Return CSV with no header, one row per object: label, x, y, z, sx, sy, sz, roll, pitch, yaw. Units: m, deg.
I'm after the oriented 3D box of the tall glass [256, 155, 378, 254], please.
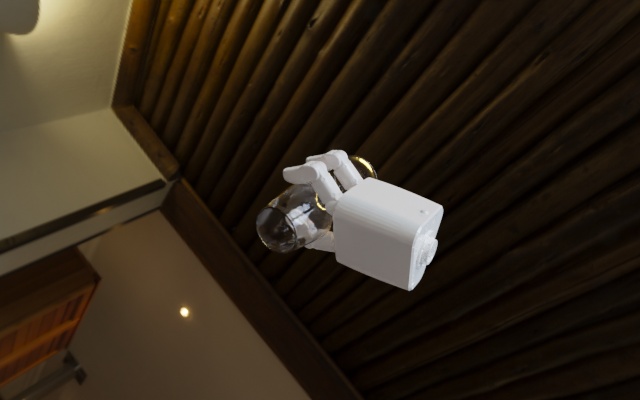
tall glass,0.000,0.002,0.646,0.079,0.079,0.201,0,20,35
